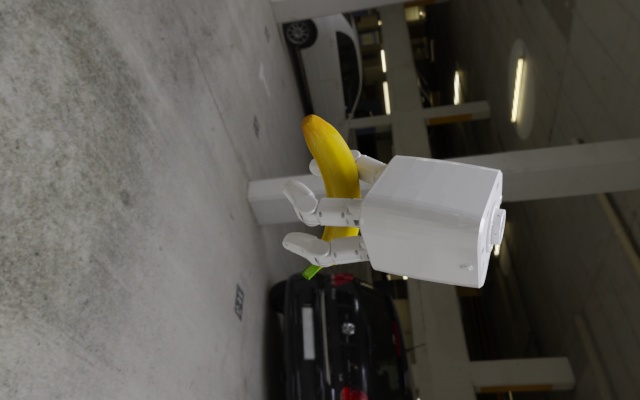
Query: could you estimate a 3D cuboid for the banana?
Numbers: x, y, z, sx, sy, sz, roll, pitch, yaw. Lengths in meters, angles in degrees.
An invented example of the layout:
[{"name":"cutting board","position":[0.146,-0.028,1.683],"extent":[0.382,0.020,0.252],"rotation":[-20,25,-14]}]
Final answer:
[{"name":"banana","position":[0.014,-0.001,0.512],"extent":[0.069,0.198,0.037],"rotation":[-24,37,-35]}]
